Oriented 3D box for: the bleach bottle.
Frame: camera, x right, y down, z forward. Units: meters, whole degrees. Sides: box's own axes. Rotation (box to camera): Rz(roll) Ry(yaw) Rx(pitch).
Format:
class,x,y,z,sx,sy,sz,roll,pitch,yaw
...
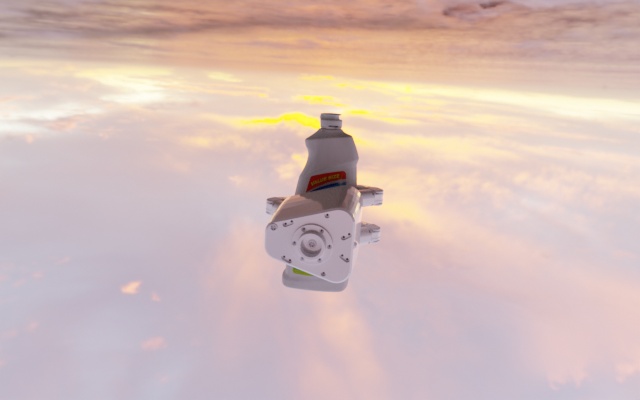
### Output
class,x,y,z,sx,sy,sz,roll,pitch,yaw
bleach bottle,0.000,0.002,0.683,0.102,0.251,0.068,5,14,7
